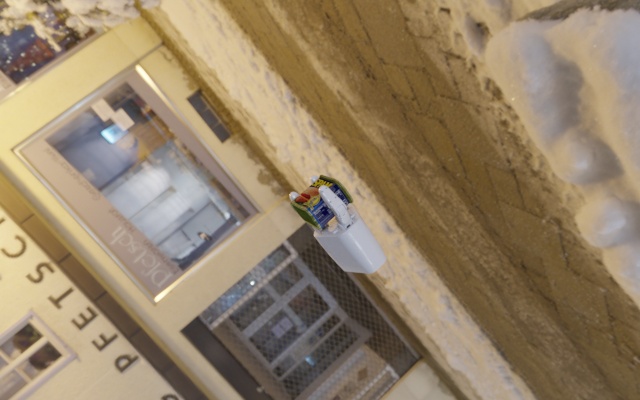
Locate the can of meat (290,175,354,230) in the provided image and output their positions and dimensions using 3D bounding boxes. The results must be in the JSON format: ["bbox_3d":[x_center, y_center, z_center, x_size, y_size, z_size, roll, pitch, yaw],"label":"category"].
[{"bbox_3d":[0.000,0.003,0.899,0.084,0.057,0.102,-41,24,-11],"label":"can of meat"}]
